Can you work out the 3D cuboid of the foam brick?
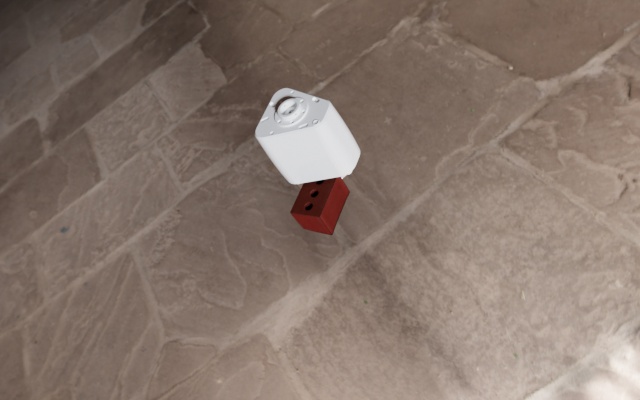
[{"bbox_3d":[0.000,0.003,0.703,0.053,0.078,0.051,8,-27,30],"label":"foam brick"}]
